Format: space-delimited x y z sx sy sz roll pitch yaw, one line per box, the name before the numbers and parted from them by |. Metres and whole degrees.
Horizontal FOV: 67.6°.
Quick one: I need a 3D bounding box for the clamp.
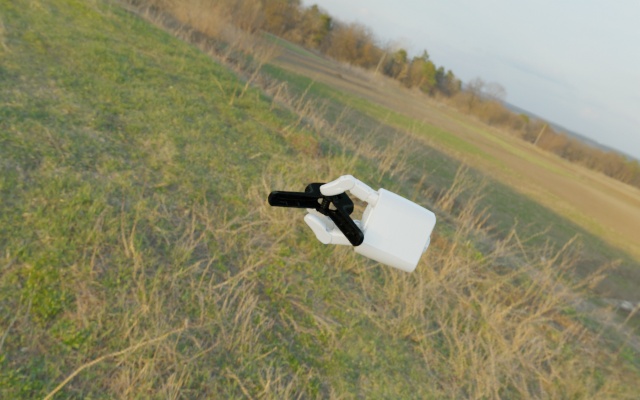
clamp | 0.001 0.002 0.828 0.164 0.036 0.210 25 18 -3
